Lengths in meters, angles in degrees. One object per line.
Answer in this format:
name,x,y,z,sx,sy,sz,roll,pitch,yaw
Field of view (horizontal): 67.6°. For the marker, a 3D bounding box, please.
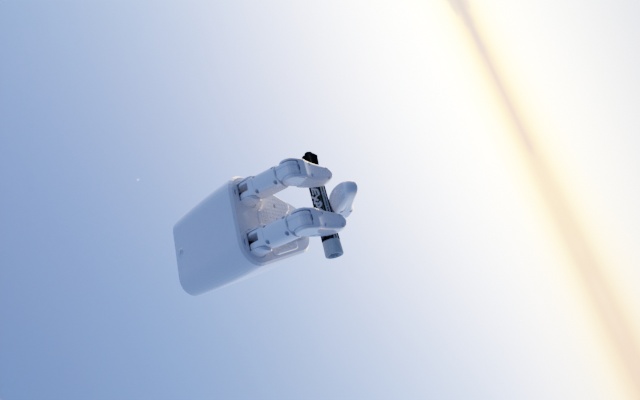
marker,0.000,0.002,0.497,0.020,0.121,0.020,-12,-24,-6
